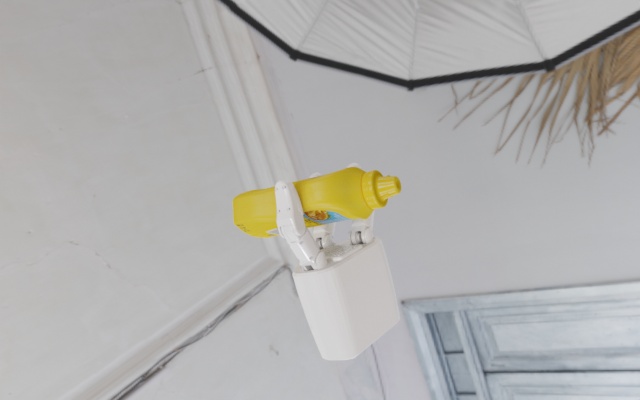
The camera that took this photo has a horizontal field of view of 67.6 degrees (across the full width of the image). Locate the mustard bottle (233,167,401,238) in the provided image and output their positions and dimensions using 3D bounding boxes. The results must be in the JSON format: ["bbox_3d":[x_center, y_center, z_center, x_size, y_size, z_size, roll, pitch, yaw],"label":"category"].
[{"bbox_3d":[0.000,0.001,0.542,0.191,0.058,0.096,-12,-15,31],"label":"mustard bottle"}]
